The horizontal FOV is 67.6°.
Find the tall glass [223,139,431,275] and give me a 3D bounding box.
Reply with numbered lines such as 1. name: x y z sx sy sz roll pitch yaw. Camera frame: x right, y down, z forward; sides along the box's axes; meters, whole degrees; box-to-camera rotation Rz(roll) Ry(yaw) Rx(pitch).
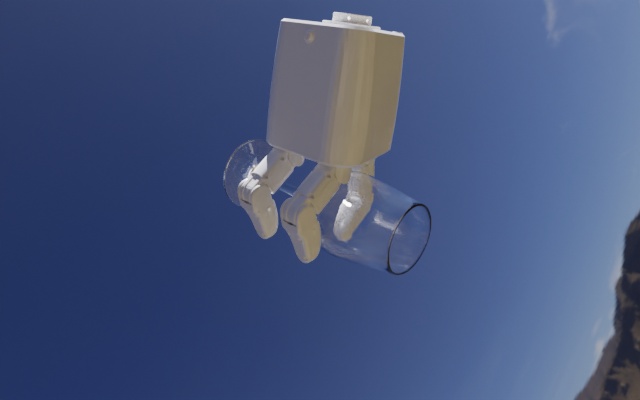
1. tall glass: 0.000 0.001 0.443 0.201 0.079 0.079 23 15 38
